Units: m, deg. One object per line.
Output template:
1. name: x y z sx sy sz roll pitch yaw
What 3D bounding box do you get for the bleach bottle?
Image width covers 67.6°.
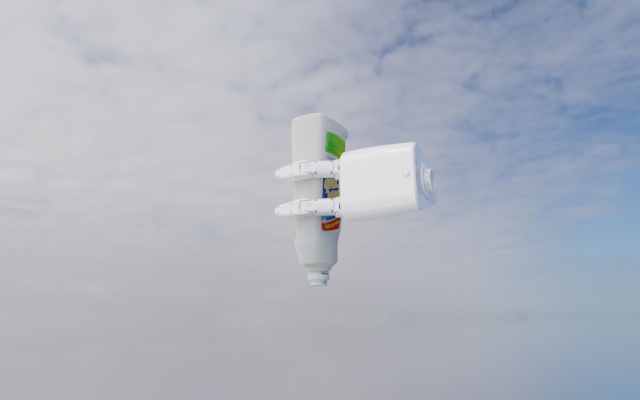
1. bleach bottle: 0.000 0.002 0.721 0.068 0.250 0.102 -8 -16 28
